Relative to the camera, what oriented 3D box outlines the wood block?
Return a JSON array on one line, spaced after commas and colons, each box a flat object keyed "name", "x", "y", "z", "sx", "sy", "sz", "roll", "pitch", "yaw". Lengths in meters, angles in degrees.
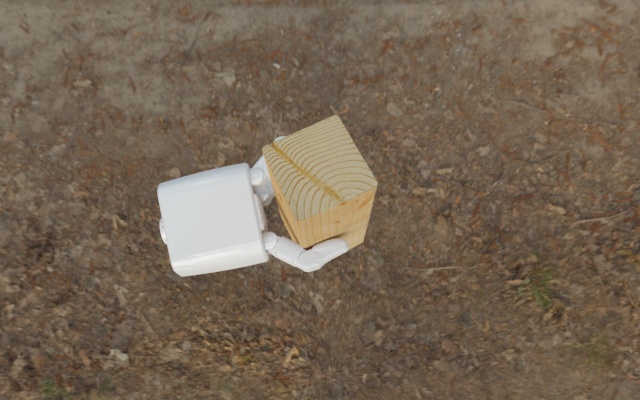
[{"name": "wood block", "x": 0.000, "y": 0.002, "z": 0.568, "sx": 0.090, "sy": 0.090, "sz": 0.206, "roll": -25, "pitch": -19, "yaw": -8}]
